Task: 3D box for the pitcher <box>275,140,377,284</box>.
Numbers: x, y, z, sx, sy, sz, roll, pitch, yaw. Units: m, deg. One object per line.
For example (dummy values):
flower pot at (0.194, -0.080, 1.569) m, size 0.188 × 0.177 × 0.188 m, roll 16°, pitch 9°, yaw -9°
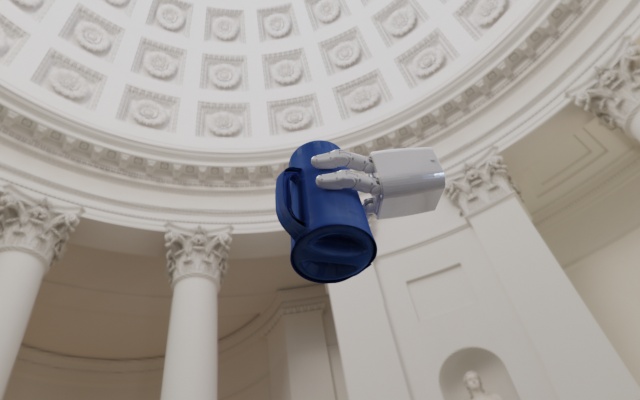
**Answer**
pitcher at (0.000, 0.003, 0.798) m, size 0.145 × 0.149 × 0.242 m, roll -7°, pitch 43°, yaw -3°
